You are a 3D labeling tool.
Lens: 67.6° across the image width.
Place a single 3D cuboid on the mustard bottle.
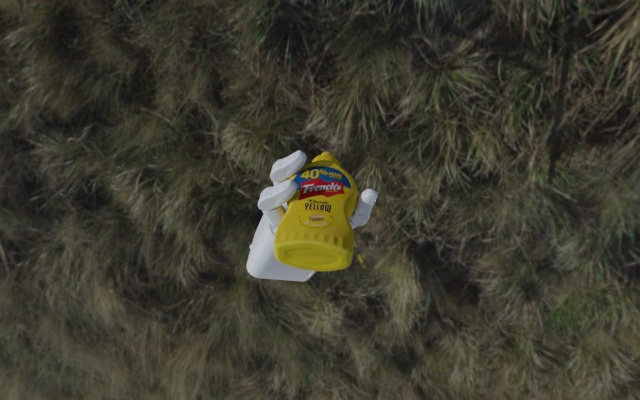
[{"bbox_3d":[0.000,0.002,0.634,0.096,0.058,0.191,4,45,4],"label":"mustard bottle"}]
